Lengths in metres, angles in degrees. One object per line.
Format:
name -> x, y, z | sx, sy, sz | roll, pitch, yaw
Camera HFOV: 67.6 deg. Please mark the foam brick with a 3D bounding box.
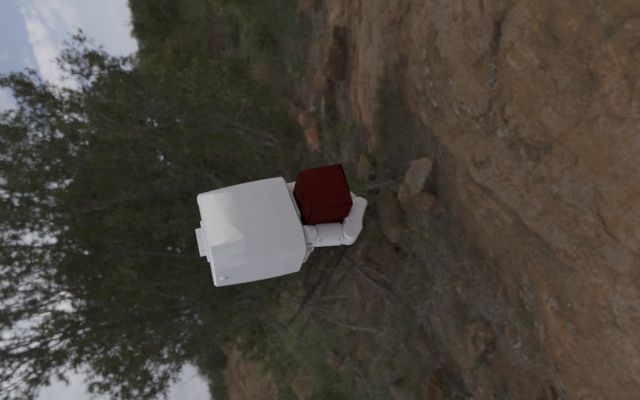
foam brick -> 0.000, 0.002, 0.556 | 0.051, 0.053, 0.078 | -10, -24, -15
